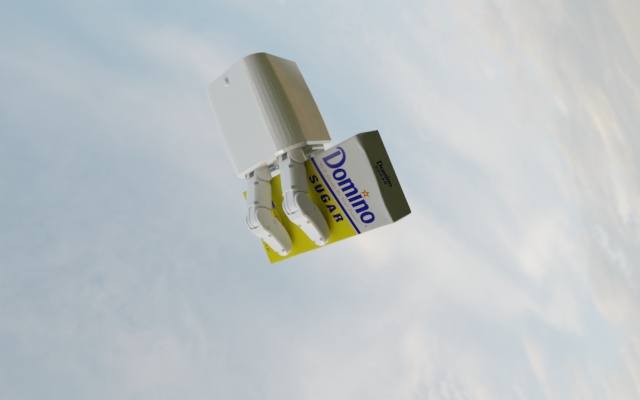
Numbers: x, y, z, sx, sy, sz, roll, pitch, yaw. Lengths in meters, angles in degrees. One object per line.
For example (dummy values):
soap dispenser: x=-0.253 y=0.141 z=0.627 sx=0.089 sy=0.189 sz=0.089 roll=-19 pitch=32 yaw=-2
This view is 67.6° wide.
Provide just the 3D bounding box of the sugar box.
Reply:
sugar box: x=0.000 y=0.002 z=0.511 sx=0.176 sy=0.093 sz=0.048 roll=-24 pitch=-2 yaw=41
